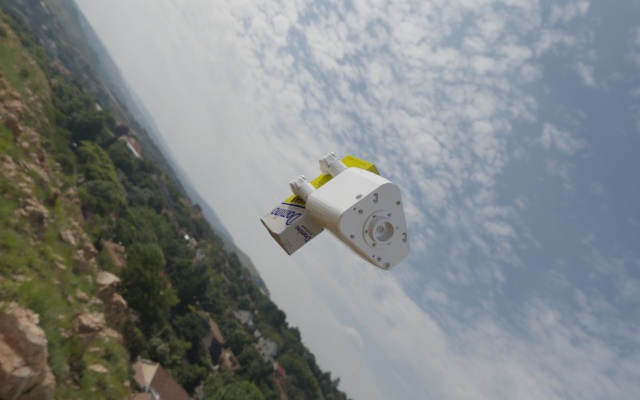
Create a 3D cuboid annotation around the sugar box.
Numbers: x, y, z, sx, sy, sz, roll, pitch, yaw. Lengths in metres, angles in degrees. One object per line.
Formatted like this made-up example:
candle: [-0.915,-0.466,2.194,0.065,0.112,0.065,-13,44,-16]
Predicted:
sugar box: [0.000,0.002,0.718,0.176,0.048,0.093,-34,24,-11]
